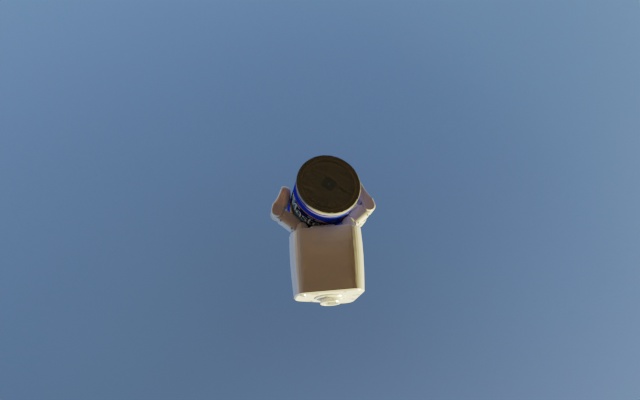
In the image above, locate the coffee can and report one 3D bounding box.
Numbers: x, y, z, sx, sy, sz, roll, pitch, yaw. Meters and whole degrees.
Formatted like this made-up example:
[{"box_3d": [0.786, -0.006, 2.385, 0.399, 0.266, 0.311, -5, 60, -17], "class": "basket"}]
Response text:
[{"box_3d": [0.000, 0.002, 0.801, 0.103, 0.102, 0.140, 0, -24, -12], "class": "coffee can"}]
